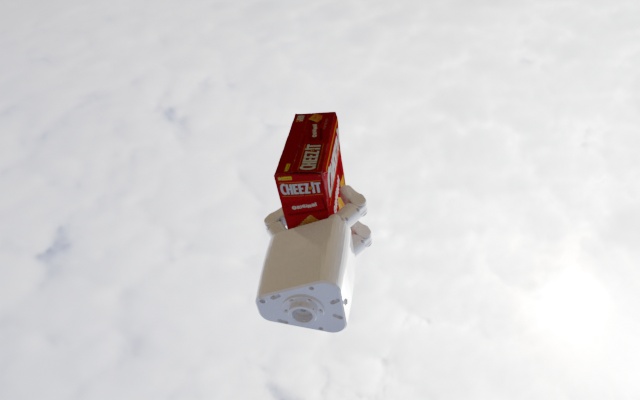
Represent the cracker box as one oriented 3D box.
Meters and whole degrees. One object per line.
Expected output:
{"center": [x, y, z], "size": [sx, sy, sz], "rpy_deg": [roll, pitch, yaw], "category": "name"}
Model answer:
{"center": [0.000, 0.002, 0.700], "size": [0.072, 0.214, 0.164], "rpy_deg": [-2, 38, 10], "category": "cracker box"}
